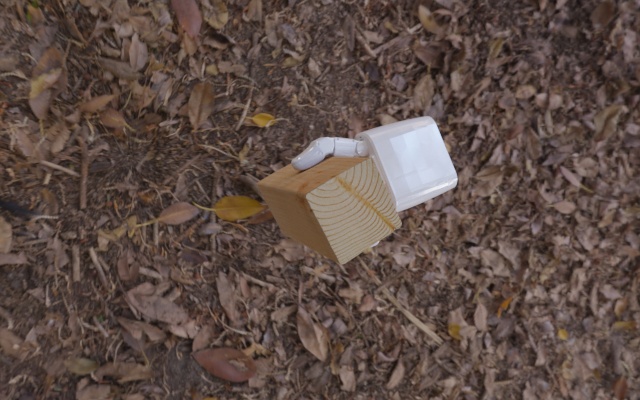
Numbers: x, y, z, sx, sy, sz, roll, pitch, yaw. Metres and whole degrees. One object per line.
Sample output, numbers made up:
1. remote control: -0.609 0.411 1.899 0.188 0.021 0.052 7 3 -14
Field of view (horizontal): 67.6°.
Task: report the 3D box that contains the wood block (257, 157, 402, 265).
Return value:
1. wood block: 0.000 0.002 0.611 0.090 0.091 0.206 -31 15 -17
